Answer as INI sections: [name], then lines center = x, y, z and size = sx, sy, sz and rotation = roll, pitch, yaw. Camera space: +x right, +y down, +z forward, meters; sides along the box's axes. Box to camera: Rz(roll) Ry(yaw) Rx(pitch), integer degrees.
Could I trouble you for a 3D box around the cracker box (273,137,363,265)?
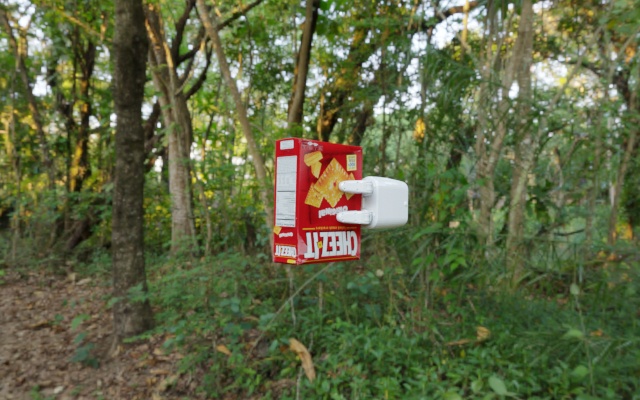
[cracker box]
center = 0.000, 0.003, 0.855
size = 0.164, 0.213, 0.072
rotation = 2, -1, -45
